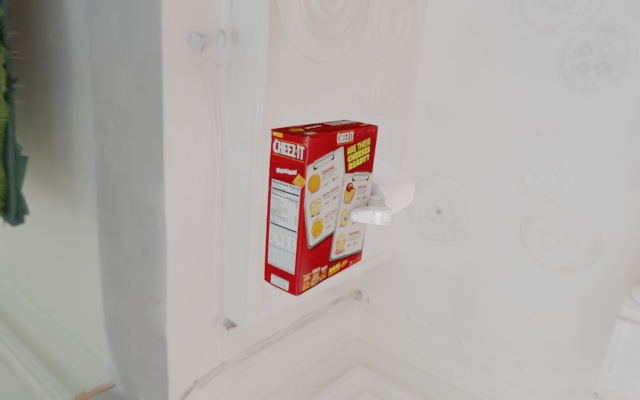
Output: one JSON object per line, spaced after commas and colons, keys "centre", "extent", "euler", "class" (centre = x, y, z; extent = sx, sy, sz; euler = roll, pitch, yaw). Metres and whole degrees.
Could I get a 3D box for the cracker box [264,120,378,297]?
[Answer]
{"centre": [0.000, 0.002, 0.665], "extent": [0.072, 0.214, 0.164], "euler": [17, 21, 33], "class": "cracker box"}
